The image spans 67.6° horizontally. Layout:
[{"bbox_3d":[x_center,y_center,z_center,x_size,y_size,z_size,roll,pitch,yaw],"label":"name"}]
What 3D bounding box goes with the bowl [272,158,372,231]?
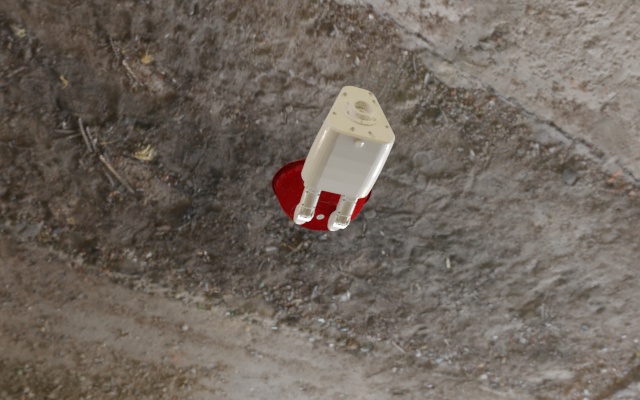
[{"bbox_3d":[0.000,0.004,0.755,0.162,0.055,0.162,3,-32,2],"label":"bowl"}]
